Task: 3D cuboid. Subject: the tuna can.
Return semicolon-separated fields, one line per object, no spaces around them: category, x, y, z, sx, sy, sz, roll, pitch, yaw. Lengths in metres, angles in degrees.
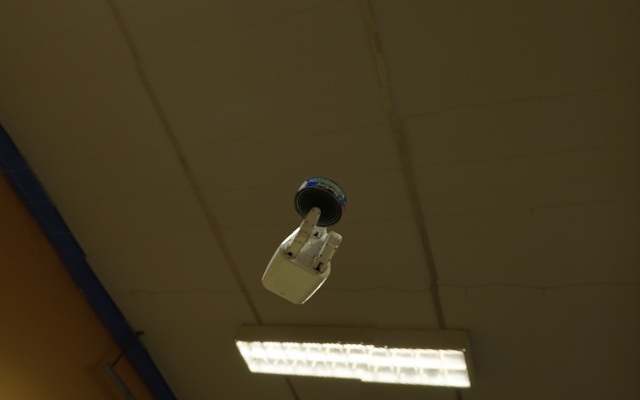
tuna can;0.000;0.002;0.809;0.086;0.086;0.033;0;38;24
